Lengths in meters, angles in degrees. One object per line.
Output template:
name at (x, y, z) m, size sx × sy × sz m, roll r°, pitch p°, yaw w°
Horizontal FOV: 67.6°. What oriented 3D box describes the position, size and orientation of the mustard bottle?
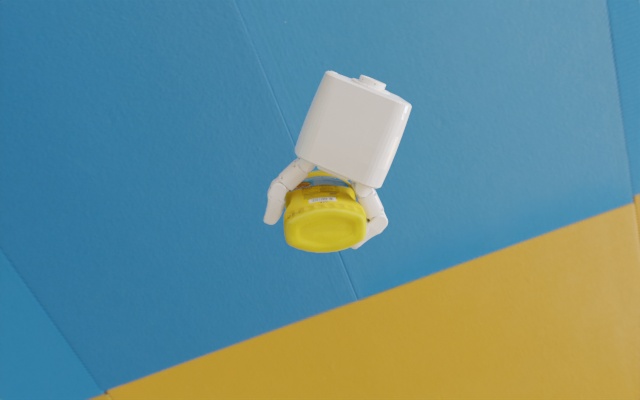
mustard bottle at (0.000, 0.002, 0.632) m, size 0.096 × 0.058 × 0.191 m, roll -6°, pitch 21°, yaw -2°
